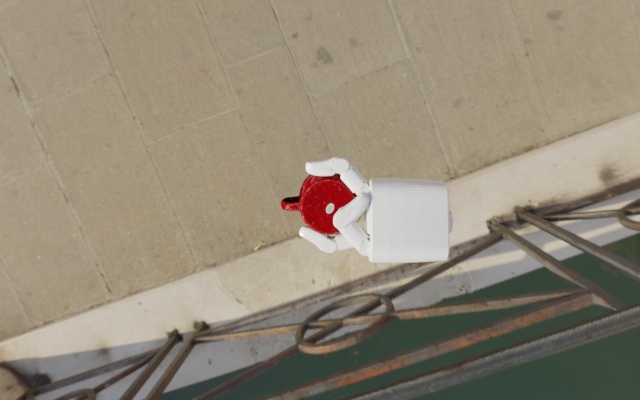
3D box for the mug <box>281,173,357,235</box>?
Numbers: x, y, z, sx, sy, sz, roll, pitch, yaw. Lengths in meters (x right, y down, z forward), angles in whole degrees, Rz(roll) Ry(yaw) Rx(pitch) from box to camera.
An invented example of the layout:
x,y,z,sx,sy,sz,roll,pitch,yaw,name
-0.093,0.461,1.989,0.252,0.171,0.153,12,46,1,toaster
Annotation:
x,y,z,sx,sy,sz,roll,pitch,yaw,name
-0.001,0.002,0.698,0.117,0.093,0.081,0,10,2,mug
